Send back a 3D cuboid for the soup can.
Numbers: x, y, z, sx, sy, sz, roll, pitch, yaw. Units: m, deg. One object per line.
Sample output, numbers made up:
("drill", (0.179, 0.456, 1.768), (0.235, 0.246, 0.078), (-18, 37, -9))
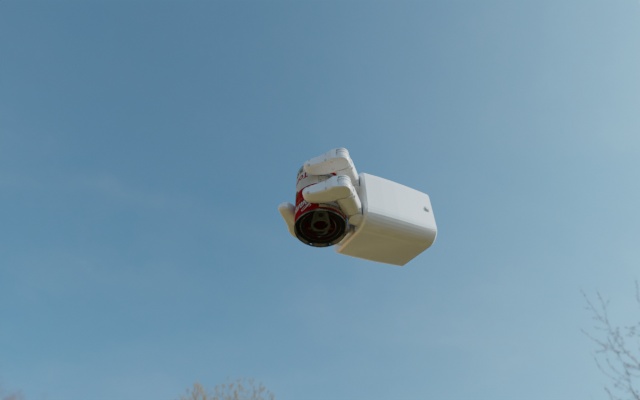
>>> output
("soup can", (0.000, 0.002, 0.635), (0.068, 0.069, 0.102), (0, 43, -1))
